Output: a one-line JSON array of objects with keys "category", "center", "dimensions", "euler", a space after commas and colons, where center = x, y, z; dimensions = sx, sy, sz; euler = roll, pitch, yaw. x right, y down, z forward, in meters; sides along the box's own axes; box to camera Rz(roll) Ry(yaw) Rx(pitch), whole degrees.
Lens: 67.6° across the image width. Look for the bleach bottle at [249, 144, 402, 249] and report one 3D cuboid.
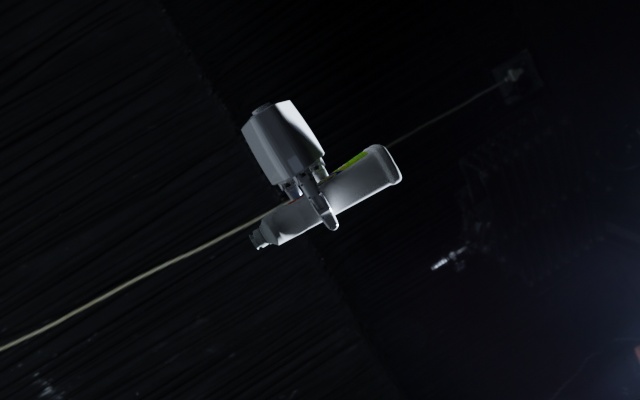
[{"category": "bleach bottle", "center": [0.000, 0.002, 0.760], "dimensions": [0.251, 0.068, 0.102], "euler": [-32, 8, -1]}]
